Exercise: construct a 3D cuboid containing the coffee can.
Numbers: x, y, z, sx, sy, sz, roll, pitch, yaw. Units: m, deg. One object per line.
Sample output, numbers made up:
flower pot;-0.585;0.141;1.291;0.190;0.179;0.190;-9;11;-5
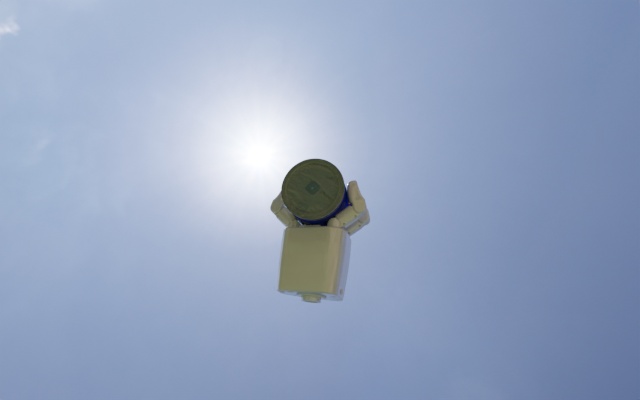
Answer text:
coffee can;0.000;0.002;0.818;0.103;0.102;0.140;0;-19;12
